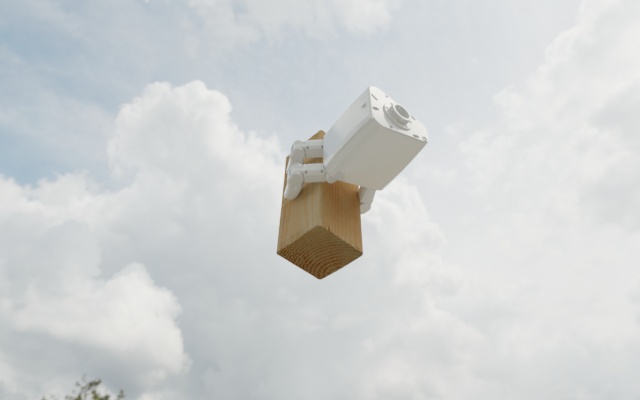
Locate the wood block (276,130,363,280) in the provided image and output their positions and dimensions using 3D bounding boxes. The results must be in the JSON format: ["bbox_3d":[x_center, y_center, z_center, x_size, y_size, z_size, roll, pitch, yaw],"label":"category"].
[{"bbox_3d":[0.001,0.002,0.732,0.091,0.206,0.090,35,-54,-29],"label":"wood block"}]
